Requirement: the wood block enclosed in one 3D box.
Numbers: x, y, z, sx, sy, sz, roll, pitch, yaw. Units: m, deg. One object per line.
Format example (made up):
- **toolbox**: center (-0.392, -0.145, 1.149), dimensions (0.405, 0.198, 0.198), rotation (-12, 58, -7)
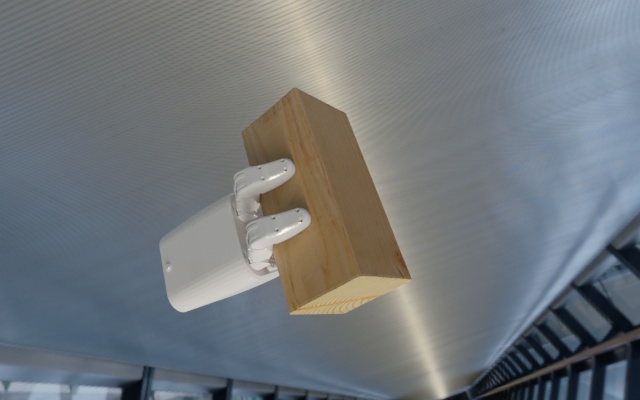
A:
- **wood block**: center (0.000, 0.002, 0.489), dimensions (0.090, 0.206, 0.091), rotation (-34, -29, 29)
